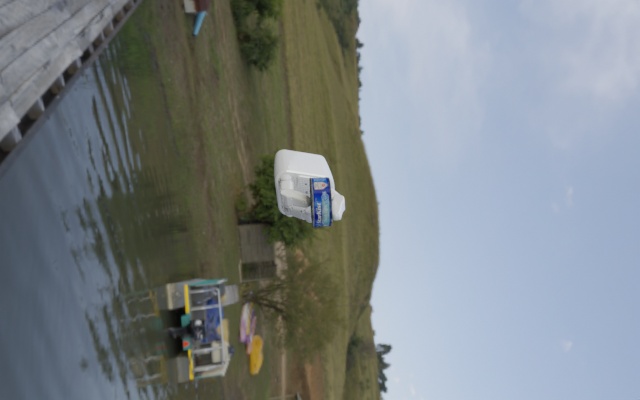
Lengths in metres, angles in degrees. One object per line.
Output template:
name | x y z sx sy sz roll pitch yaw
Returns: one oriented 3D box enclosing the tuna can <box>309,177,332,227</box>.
tuna can | 0.001 0.003 0.816 0.034 0.086 0.086 -3 0 -3
